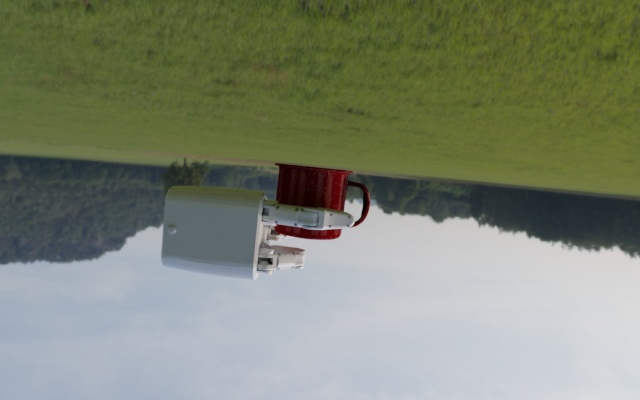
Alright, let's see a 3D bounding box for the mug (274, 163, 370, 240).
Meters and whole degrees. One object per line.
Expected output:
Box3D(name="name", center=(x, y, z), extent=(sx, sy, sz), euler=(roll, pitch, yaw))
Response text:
Box3D(name="mug", center=(0.002, 0.002, 0.568), extent=(0.117, 0.081, 0.093), euler=(6, 4, 2))
